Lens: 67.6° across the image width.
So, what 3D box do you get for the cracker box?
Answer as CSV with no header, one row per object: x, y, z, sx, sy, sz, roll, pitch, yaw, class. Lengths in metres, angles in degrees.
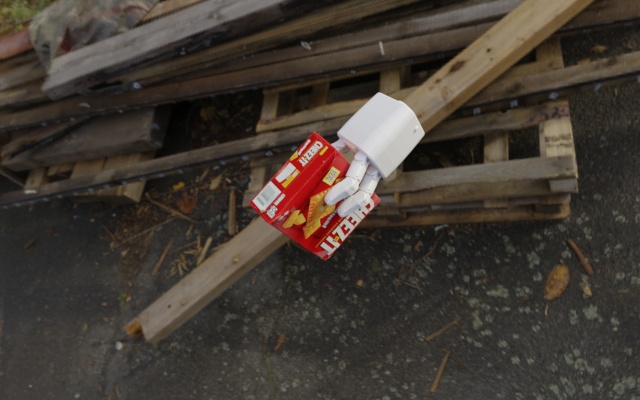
0.000,0.003,0.852,0.072,0.164,0.214,43,1,36,cracker box
